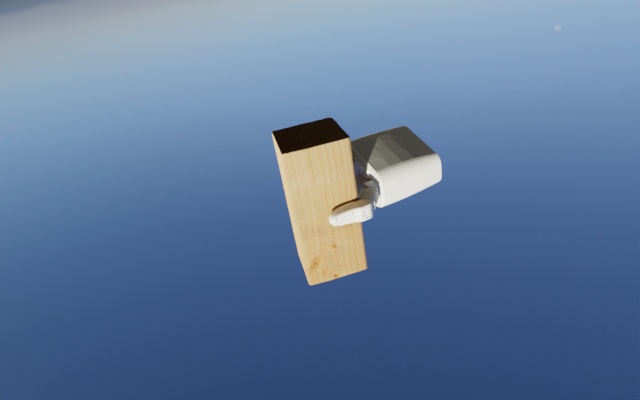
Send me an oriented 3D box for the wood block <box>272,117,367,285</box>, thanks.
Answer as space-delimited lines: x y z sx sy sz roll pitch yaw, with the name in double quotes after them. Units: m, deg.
0.001 0.002 0.670 0.090 0.206 0.090 -15 29 -8 "wood block"
